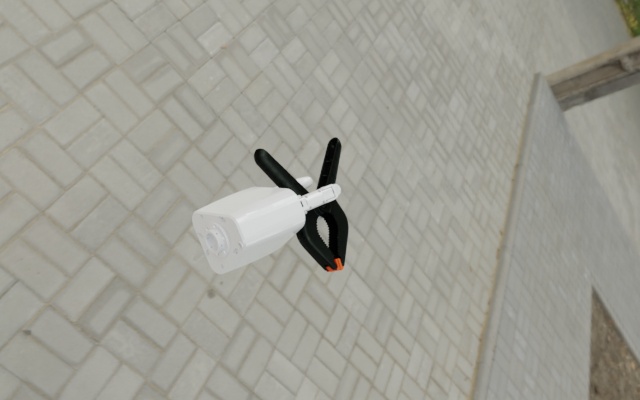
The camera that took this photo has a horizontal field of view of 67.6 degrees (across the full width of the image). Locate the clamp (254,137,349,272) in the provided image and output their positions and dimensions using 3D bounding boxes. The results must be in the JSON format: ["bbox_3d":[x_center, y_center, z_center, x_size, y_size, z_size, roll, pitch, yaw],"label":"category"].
[{"bbox_3d":[0.001,0.003,0.727,0.164,0.210,0.036,-24,4,-40],"label":"clamp"}]
